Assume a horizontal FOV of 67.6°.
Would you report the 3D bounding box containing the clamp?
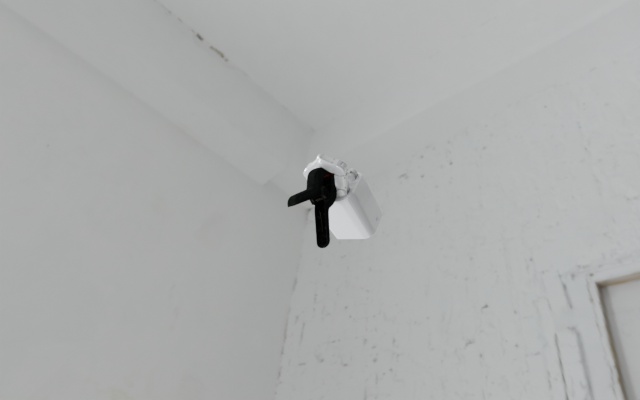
[{"bbox_3d":[0.000,0.003,0.890,0.039,0.120,0.171,-8,30,29],"label":"clamp"}]
